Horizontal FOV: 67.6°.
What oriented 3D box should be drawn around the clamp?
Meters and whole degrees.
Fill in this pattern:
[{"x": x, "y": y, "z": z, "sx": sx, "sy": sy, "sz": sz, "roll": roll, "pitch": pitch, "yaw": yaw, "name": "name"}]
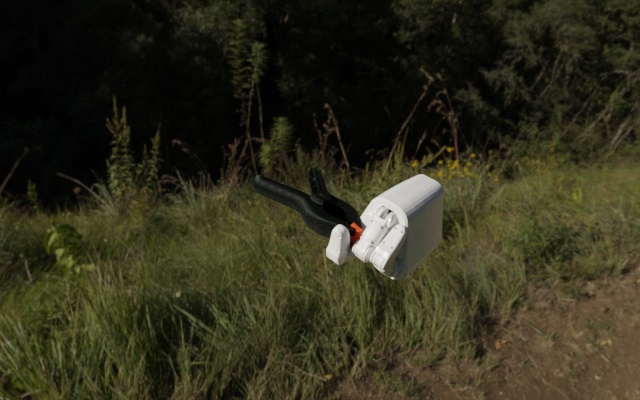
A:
[{"x": 0.000, "y": 0.002, "z": 0.669, "sx": 0.171, "sy": 0.039, "sz": 0.120, "roll": 36, "pitch": 41, "yaw": 26, "name": "clamp"}]
